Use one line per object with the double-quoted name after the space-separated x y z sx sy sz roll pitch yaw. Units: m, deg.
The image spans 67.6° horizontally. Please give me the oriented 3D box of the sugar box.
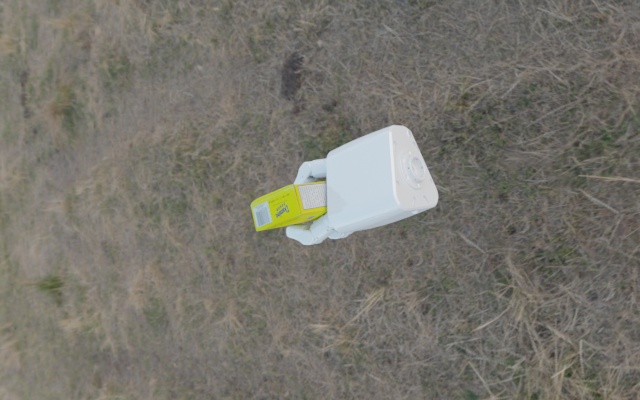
0.000 0.003 0.663 0.176 0.048 0.093 -5 -11 -46 "sugar box"
